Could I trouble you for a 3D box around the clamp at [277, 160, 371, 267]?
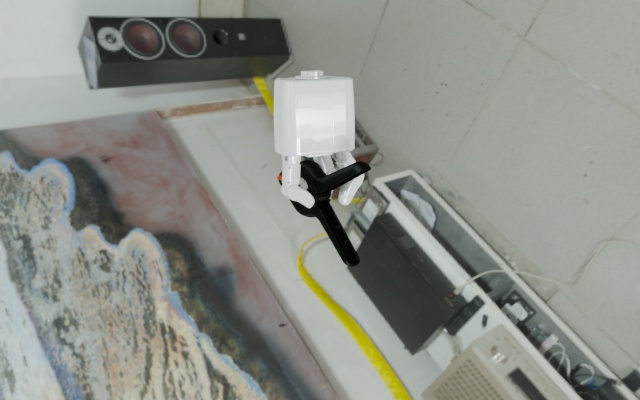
[{"bbox_3d":[-0.001,0.002,0.756,0.036,0.164,0.210,-12,21,-36],"label":"clamp"}]
